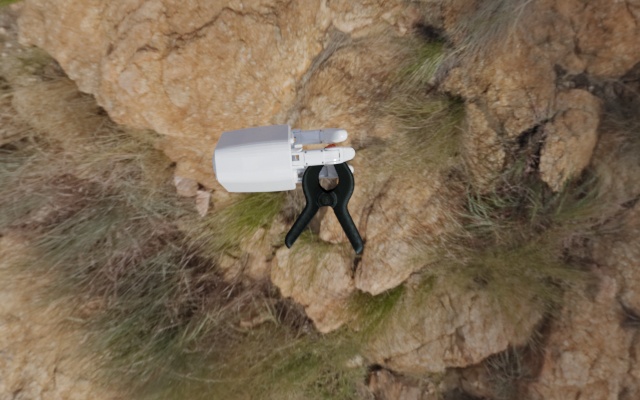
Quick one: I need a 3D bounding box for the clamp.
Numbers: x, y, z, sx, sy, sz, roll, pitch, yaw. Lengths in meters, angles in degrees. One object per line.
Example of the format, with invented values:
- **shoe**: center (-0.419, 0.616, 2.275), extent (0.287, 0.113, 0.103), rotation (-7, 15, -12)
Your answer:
- **clamp**: center (0.000, 0.002, 0.721), extent (0.120, 0.171, 0.039), rotation (-5, 8, -1)
